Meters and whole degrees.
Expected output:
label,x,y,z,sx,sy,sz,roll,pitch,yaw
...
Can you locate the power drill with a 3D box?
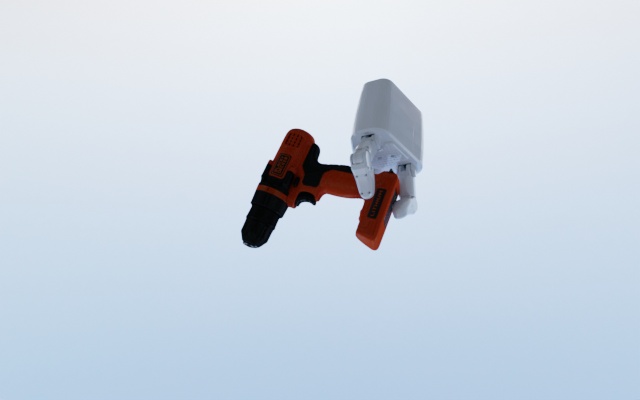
label,x,y,z,sx,sy,sz,roll,pitch,yaw
power drill,0.001,0.002,0.648,0.187,0.184,0.057,19,-15,16
